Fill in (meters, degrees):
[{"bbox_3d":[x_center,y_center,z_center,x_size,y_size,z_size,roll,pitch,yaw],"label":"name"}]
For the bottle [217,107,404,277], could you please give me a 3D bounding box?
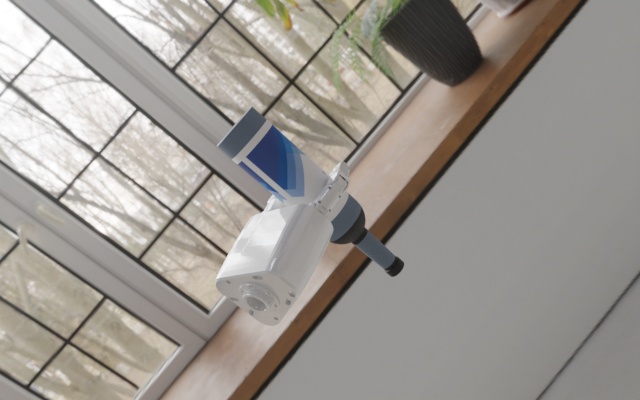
[{"bbox_3d":[0.000,0.002,0.628,0.296,0.069,0.069,41,-13,-15],"label":"bottle"}]
